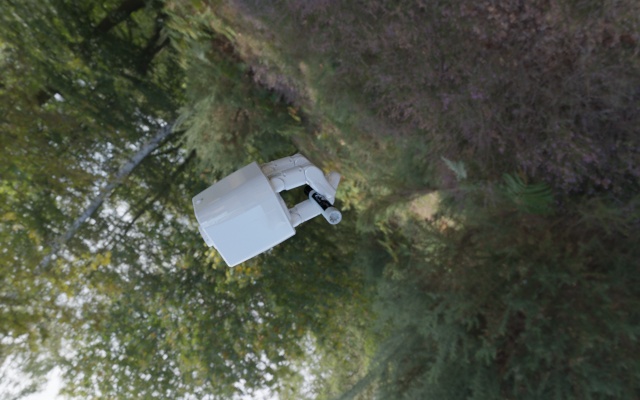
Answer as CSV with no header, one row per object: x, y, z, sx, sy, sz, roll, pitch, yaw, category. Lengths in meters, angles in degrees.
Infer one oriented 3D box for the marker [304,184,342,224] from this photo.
0.000,0.002,0.656,0.020,0.020,0.121,0,19,-18,marker
